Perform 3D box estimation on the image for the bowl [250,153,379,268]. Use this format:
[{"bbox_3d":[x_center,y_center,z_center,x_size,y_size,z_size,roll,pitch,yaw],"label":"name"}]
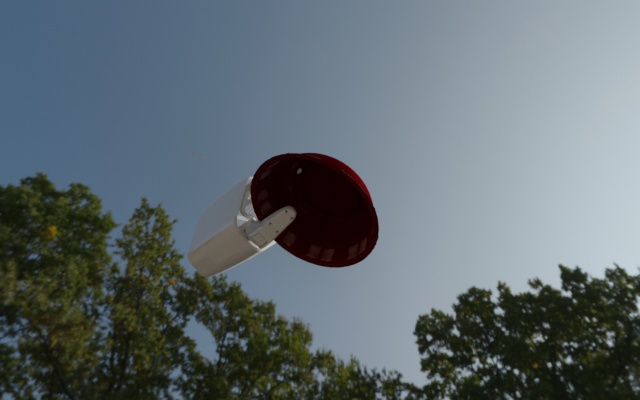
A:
[{"bbox_3d":[0.001,0.001,0.565,0.162,0.162,0.055,0,35,30],"label":"bowl"}]
